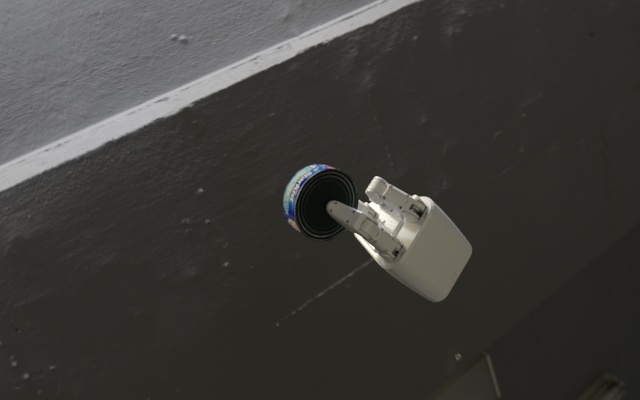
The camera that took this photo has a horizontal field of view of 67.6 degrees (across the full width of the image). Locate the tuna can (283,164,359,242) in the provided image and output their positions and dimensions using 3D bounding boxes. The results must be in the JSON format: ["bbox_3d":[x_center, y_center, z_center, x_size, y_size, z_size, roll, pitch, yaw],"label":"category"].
[{"bbox_3d":[0.000,0.002,0.550,0.086,0.086,0.033,0,15,-34],"label":"tuna can"}]
